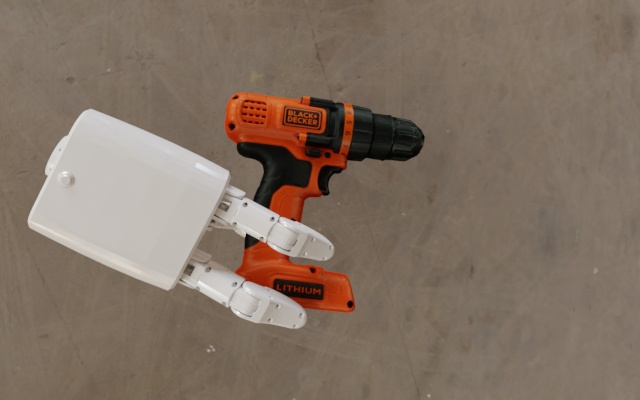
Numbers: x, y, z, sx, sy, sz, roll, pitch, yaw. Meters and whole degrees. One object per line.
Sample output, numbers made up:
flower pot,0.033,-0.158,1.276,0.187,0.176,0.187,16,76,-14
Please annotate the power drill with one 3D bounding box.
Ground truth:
power drill,0.000,0.002,0.427,0.184,0.187,0.057,7,-11,-8
